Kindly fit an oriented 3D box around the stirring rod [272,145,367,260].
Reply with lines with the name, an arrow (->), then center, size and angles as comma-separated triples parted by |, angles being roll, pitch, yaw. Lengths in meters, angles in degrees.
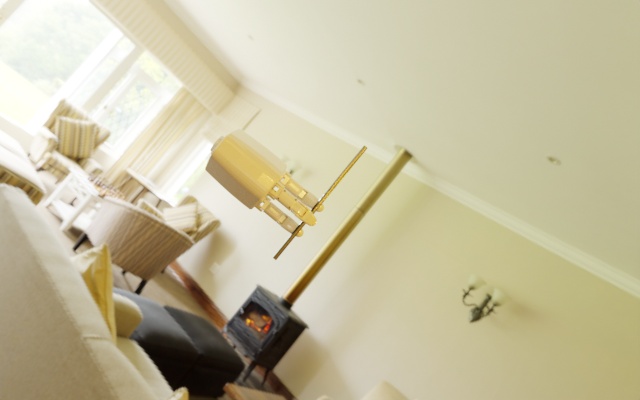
stirring rod -> 0.000, 0.003, 0.790 | 0.011, 0.239, 0.011 | 39, -5, 4
